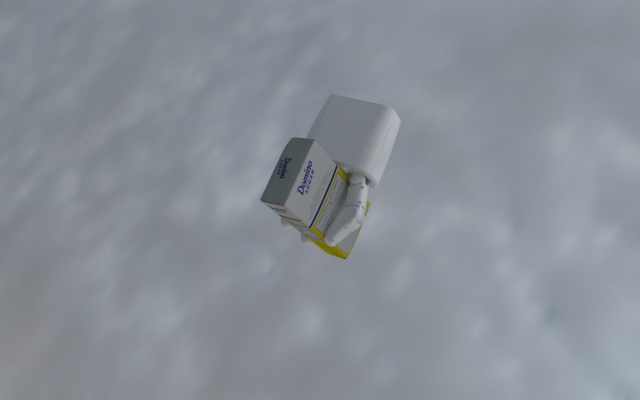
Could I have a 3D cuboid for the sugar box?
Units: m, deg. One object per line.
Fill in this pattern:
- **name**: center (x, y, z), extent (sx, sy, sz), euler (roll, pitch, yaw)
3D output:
- **sugar box**: center (0.000, 0.002, 0.629), extent (0.048, 0.093, 0.176), euler (11, -21, 37)
